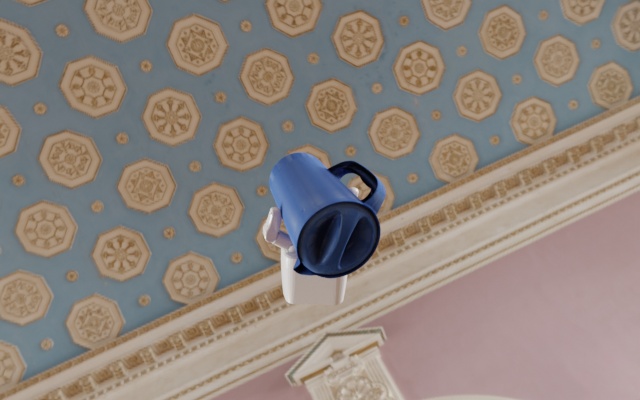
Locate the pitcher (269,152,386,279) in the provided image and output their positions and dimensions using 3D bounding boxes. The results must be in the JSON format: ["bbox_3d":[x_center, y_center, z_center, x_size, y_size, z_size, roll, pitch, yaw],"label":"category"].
[{"bbox_3d":[0.000,0.003,0.798,0.149,0.145,0.242,-7,29,-17],"label":"pitcher"}]
